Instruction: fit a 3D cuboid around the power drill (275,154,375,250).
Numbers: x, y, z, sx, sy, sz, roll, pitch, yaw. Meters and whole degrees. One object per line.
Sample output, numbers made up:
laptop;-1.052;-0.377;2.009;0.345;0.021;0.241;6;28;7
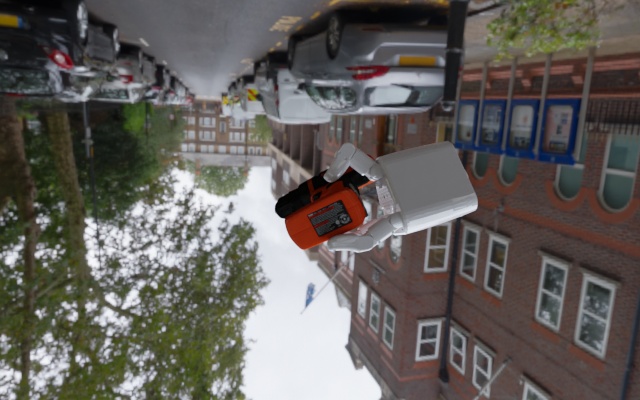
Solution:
power drill;0.000;0.002;0.704;0.184;0.057;0.187;-27;15;14
